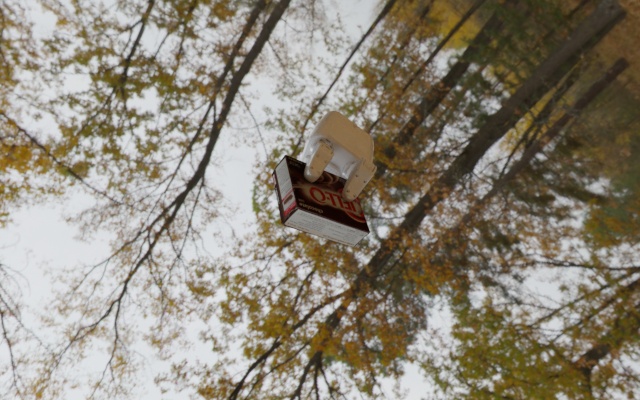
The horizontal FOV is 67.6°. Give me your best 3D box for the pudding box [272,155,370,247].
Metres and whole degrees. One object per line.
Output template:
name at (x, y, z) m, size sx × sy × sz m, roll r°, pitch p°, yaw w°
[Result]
pudding box at (0.000, 0.002, 0.587) m, size 0.113 × 0.090 × 0.039 m, roll 18°, pitch -53°, yaw -32°
